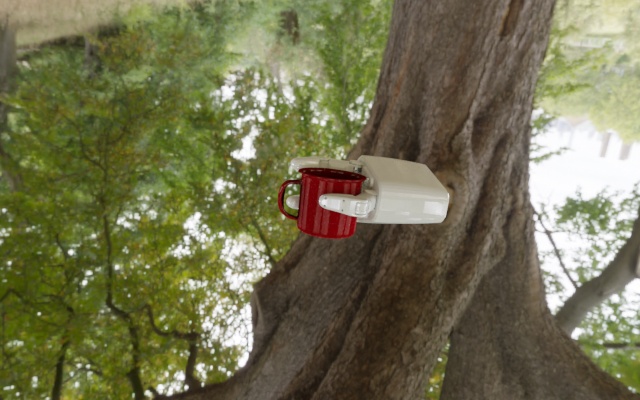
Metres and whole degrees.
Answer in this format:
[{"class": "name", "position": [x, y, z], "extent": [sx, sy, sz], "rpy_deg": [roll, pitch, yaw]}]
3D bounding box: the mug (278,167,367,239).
[{"class": "mug", "position": [-0.001, 0.002, 0.647], "extent": [0.117, 0.081, 0.093], "rpy_deg": [4, 12, -14]}]
